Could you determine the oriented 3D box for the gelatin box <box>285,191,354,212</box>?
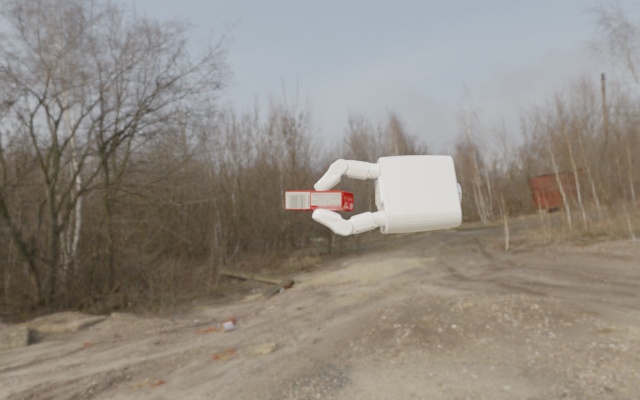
[{"bbox_3d":[0.000,0.002,0.712,0.089,0.030,0.073,0,-3,14],"label":"gelatin box"}]
